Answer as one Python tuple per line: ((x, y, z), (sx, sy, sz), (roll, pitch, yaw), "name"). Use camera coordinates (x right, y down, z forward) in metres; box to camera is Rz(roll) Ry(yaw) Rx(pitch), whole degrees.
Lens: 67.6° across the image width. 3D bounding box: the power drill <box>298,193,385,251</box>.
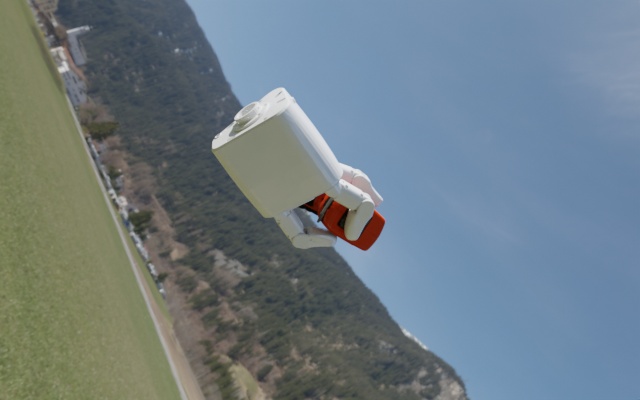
((0.000, 0.002, 0.677), (0.187, 0.057, 0.184), (29, -3, 44), "power drill")
